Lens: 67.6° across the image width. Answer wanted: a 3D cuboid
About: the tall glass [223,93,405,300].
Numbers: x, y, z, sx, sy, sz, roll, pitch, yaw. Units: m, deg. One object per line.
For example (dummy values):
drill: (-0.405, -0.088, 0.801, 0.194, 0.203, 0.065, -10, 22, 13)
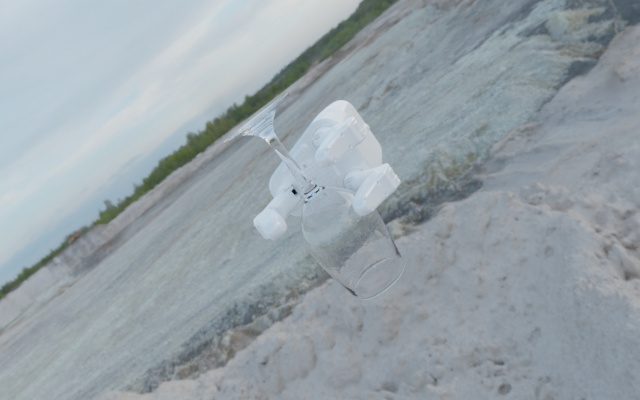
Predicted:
tall glass: (0.000, 0.001, 0.456, 0.079, 0.201, 0.079, -35, 14, 10)
